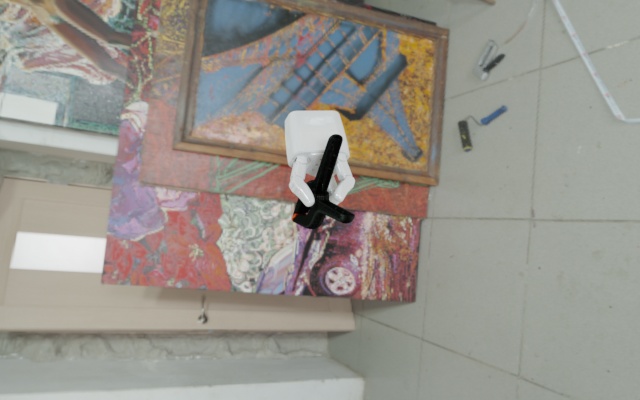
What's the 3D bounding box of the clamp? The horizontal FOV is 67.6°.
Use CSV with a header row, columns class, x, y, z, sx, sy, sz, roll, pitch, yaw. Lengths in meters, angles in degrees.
class,x,y,z,sx,sy,sz,roll,pitch,yaw
clamp,-0.001,0.003,0.873,0.036,0.164,0.210,6,-33,-25
